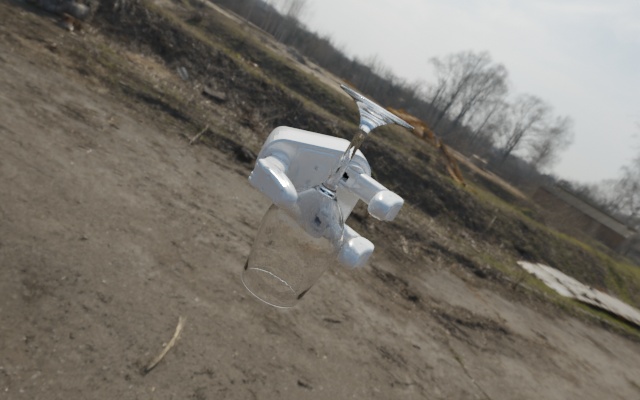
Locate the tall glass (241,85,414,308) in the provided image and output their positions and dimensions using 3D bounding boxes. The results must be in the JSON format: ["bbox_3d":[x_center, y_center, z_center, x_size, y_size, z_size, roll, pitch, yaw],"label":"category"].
[{"bbox_3d":[0.000,0.001,0.438,0.079,0.201,0.079,29,14,-8],"label":"tall glass"}]
